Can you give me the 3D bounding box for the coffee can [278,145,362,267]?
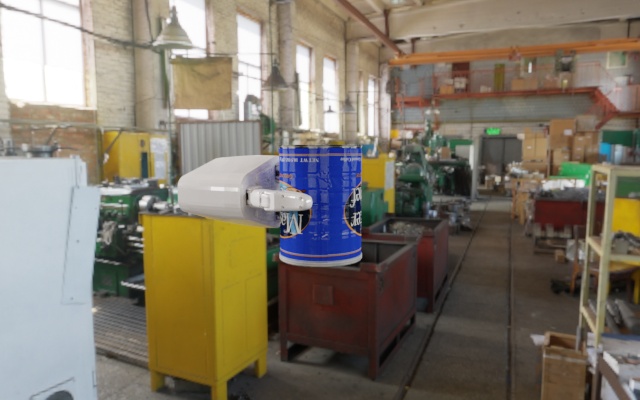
[{"bbox_3d":[0.000,0.002,0.588,0.103,0.140,0.103,0,6,0],"label":"coffee can"}]
